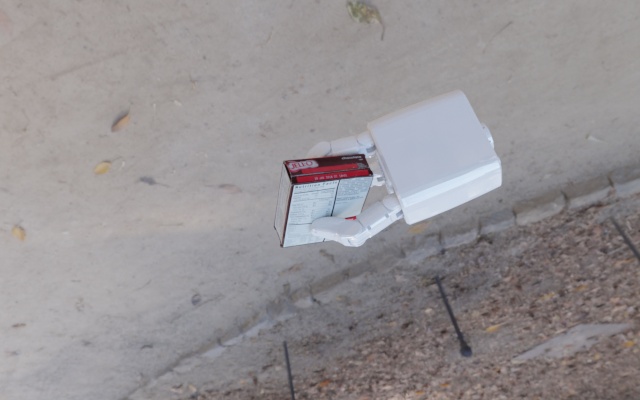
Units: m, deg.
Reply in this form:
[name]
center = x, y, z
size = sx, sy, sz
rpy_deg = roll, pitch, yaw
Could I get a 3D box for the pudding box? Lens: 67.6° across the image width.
[pudding box]
center = 0.000, 0.002, 0.521
size = 0.090, 0.039, 0.114
rpy_deg = -6, -40, -17
